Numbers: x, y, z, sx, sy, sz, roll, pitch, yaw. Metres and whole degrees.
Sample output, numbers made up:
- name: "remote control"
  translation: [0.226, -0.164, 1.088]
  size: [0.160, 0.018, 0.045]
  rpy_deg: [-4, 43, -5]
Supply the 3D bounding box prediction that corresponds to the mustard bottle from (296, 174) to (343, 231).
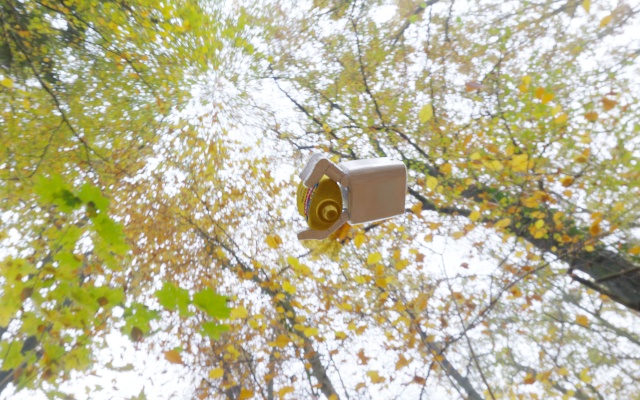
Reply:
- name: "mustard bottle"
  translation: [0.000, 0.003, 0.858]
  size: [0.058, 0.096, 0.191]
  rpy_deg: [16, 9, -15]
